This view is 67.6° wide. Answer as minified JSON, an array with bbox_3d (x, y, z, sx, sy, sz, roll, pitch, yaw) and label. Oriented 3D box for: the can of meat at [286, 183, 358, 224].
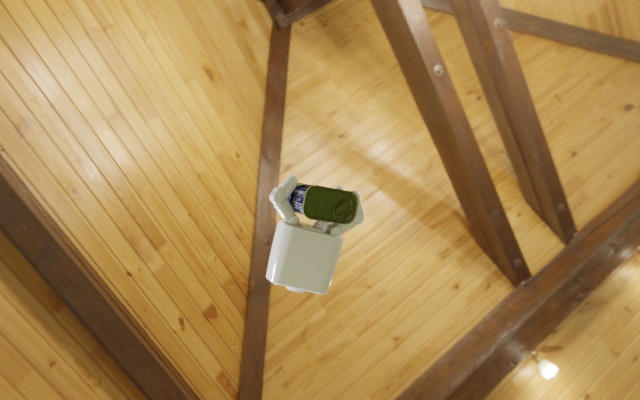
[{"bbox_3d":[0.000,0.003,0.829,0.102,0.057,0.084,9,3,-27],"label":"can of meat"}]
